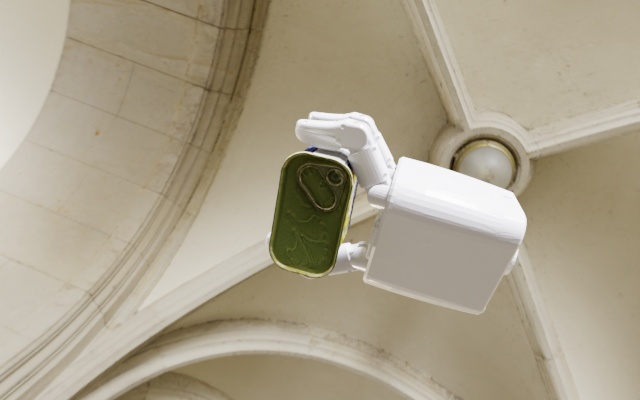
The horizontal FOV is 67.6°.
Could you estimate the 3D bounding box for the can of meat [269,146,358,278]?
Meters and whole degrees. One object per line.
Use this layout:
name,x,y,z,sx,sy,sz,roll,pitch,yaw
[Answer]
can of meat,0.000,0.001,0.413,0.057,0.102,0.084,14,20,9
